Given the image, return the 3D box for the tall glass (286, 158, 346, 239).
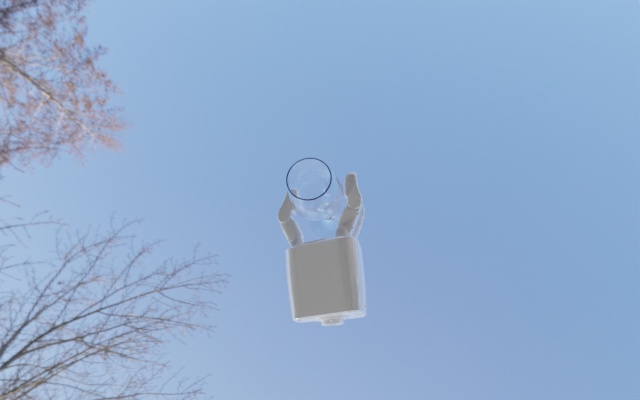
[{"bbox_3d":[0.000,0.002,0.725,0.079,0.079,0.201,0,-19,10],"label":"tall glass"}]
